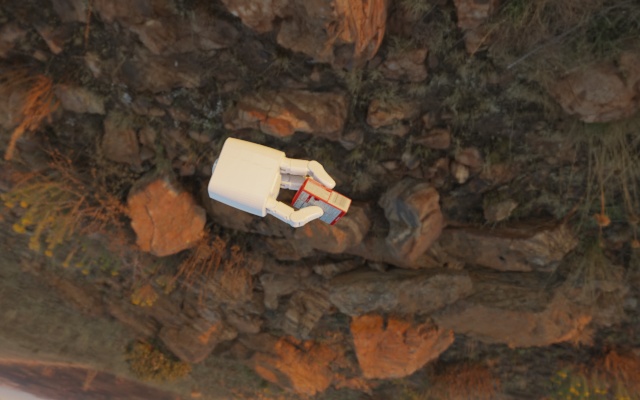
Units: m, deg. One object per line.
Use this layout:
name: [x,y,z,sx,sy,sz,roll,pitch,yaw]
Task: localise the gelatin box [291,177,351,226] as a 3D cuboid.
gelatin box: [0.000,0.003,0.844,0.089,0.030,0.073,28,-28,-6]
